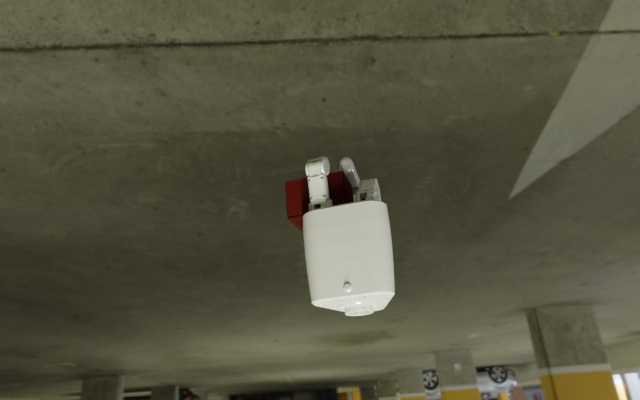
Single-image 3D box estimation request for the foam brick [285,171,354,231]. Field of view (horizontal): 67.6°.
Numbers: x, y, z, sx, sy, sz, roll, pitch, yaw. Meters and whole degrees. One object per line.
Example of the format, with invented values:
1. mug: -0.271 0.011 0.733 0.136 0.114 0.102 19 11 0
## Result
1. foam brick: 0.000 0.002 0.602 0.078 0.051 0.053 -10 -23 14
